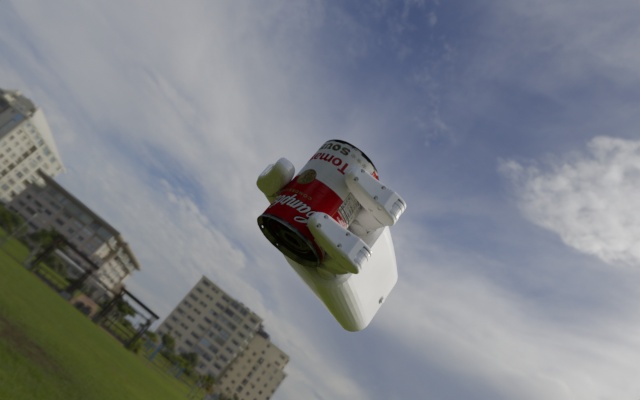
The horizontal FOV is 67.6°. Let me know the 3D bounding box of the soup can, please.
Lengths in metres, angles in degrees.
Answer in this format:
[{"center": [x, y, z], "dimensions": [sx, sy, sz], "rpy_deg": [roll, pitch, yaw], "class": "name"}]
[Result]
[{"center": [0.000, 0.001, 0.438], "dimensions": [0.068, 0.102, 0.068], "rpy_deg": [32, -25, 17], "class": "soup can"}]
